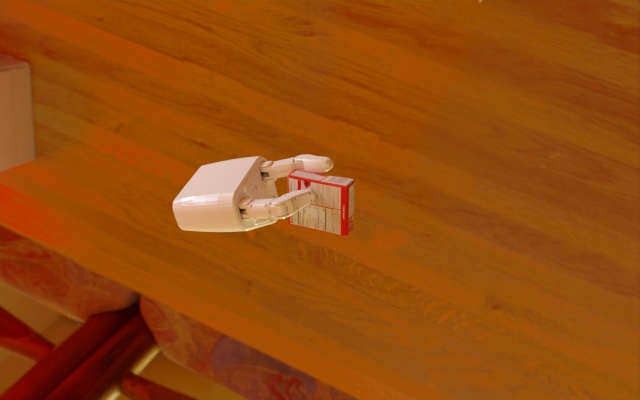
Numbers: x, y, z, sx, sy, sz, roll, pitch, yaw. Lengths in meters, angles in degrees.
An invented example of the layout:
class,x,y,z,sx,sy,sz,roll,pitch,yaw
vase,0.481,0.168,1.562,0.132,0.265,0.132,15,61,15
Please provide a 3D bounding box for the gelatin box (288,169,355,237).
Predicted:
class,x,y,z,sx,sy,sz,roll,pitch,yaw
gelatin box,0.000,0.002,0.634,0.089,0.073,0.030,12,28,24
